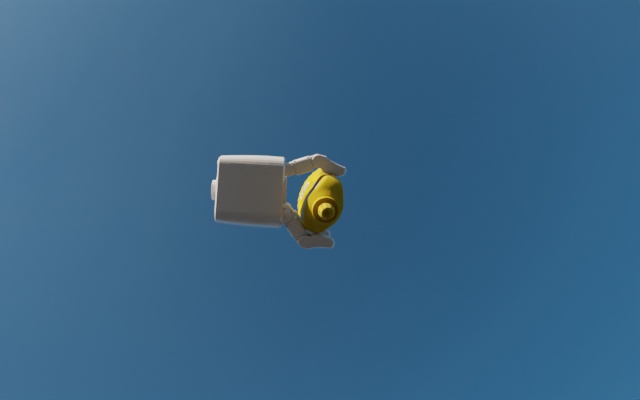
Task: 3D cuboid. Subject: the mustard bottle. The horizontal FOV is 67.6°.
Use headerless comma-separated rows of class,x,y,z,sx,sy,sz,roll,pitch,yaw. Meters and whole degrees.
mustard bottle,0.000,0.003,0.785,0.058,0.096,0.191,26,6,-9
